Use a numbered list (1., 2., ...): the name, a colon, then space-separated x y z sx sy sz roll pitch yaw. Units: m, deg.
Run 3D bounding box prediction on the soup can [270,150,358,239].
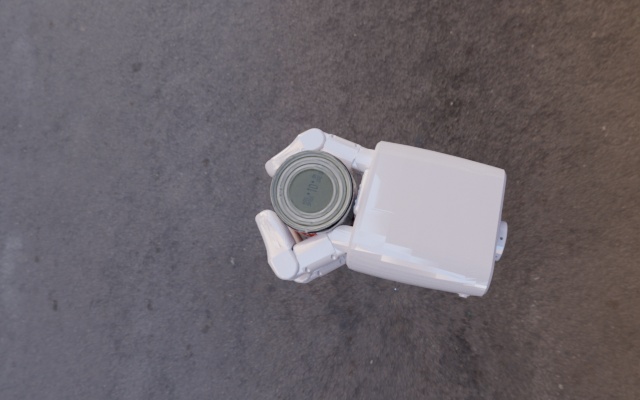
1. soup can: 0.000 0.001 0.416 0.068 0.068 0.102 0 -10 9
